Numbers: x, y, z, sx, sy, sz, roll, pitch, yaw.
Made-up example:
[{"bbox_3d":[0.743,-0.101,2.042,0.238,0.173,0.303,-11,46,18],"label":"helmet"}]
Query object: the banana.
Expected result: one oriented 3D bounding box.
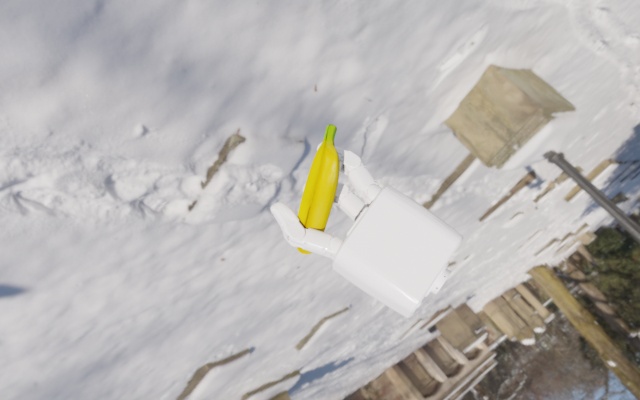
[{"bbox_3d":[-0.004,0.009,0.582,0.037,0.198,0.069,20,37,6],"label":"banana"}]
